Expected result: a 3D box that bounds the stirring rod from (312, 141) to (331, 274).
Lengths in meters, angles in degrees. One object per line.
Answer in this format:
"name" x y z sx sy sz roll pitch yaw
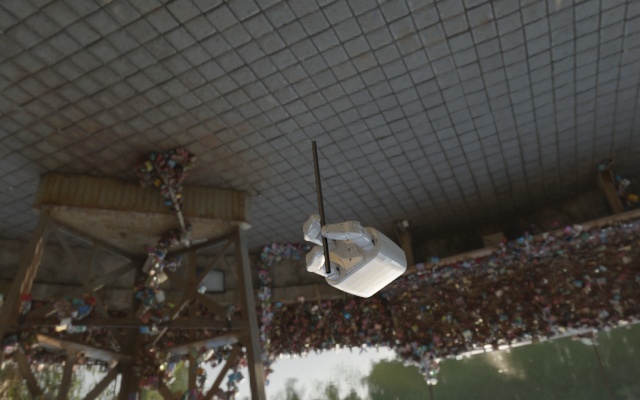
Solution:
"stirring rod" 0.000 0.002 0.752 0.011 0.239 0.011 -5 -31 -3
